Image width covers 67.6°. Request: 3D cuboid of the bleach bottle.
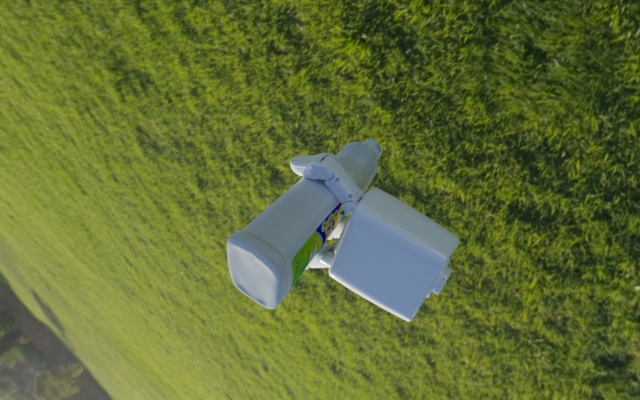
[{"bbox_3d":[0.000,0.002,0.546,0.068,0.103,0.250,30,53,16],"label":"bleach bottle"}]
